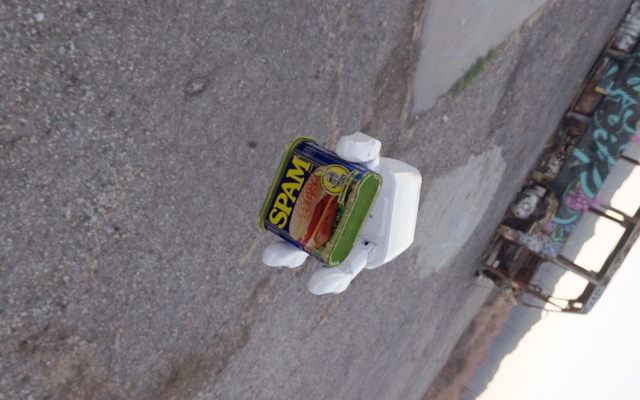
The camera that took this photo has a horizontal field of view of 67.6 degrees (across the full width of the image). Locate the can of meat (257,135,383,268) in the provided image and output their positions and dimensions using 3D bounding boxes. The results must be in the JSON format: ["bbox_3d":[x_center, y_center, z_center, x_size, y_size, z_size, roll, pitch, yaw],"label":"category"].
[{"bbox_3d":[0.000,0.002,0.455,0.084,0.102,0.057,28,13,24],"label":"can of meat"}]
